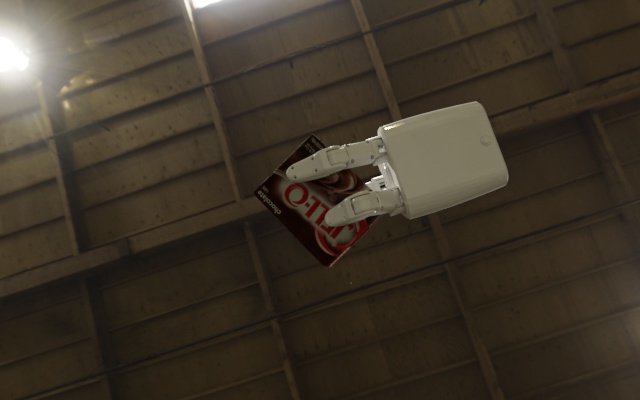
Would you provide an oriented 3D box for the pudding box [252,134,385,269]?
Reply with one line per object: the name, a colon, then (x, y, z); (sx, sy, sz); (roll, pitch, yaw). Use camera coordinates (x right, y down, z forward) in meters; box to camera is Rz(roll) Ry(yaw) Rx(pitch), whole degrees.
pudding box: (0.000, 0.002, 0.503); (0.113, 0.090, 0.039); (45, -3, 10)
